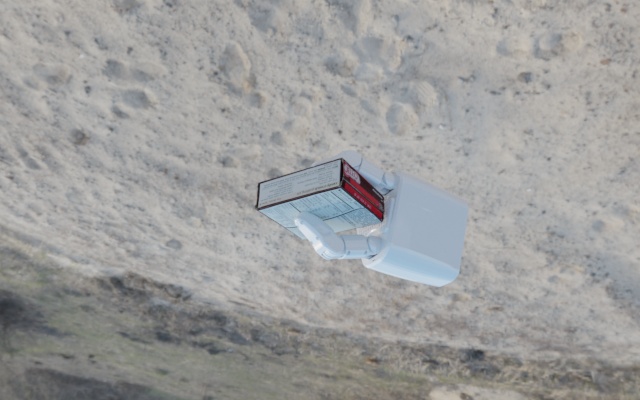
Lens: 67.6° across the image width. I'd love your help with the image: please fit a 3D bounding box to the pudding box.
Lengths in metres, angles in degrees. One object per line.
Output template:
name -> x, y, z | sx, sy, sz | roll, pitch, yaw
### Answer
pudding box -> 0.000, 0.002, 0.518 | 0.113, 0.039, 0.090 | -16, -35, 30
